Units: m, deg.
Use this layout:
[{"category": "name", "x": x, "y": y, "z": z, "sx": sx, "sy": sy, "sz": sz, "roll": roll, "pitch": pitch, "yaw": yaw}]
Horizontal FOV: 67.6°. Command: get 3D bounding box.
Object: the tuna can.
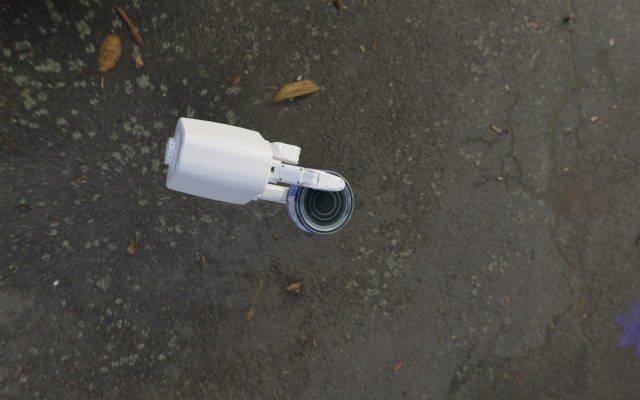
[{"category": "tuna can", "x": 0.000, "y": 0.002, "z": 0.629, "sx": 0.086, "sy": 0.086, "sz": 0.034, "roll": 0, "pitch": 2, "yaw": -26}]
